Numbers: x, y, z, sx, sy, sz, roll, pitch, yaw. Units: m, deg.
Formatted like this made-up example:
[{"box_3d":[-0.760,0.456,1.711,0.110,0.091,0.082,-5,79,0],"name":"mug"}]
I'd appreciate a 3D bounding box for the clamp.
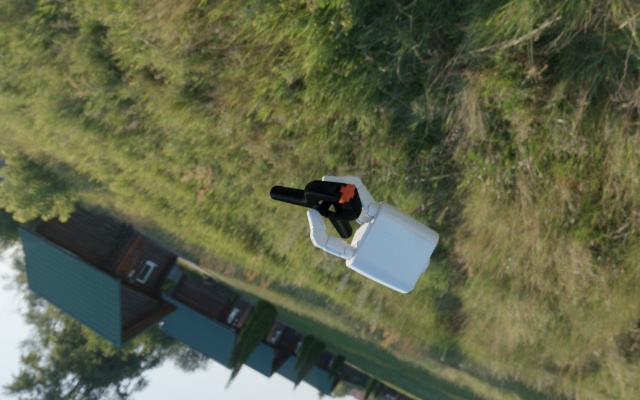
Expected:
[{"box_3d":[0.000,0.003,0.761,0.164,0.036,0.210,27,-17,-4],"name":"clamp"}]
